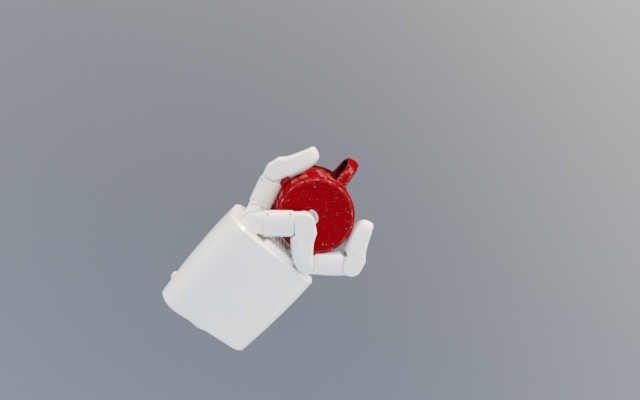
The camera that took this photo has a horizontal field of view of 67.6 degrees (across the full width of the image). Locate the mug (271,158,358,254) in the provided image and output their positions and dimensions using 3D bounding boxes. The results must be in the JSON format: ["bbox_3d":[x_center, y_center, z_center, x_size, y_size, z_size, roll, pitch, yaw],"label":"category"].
[{"bbox_3d":[0.001,0.001,0.520,0.093,0.117,0.081,43,3,-10],"label":"mug"}]
